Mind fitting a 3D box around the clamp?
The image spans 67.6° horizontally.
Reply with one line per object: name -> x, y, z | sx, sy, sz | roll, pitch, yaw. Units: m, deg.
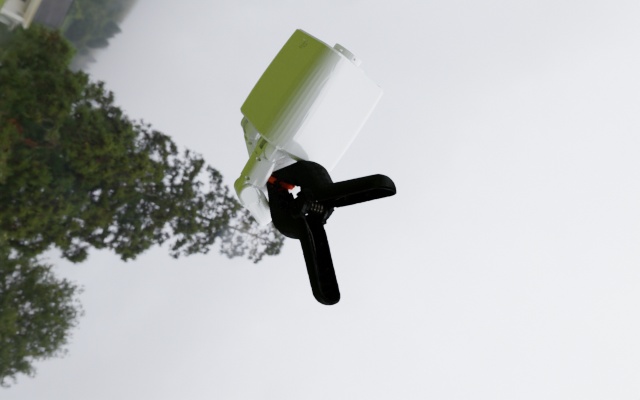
clamp -> 0.000, 0.002, 0.448 | 0.039, 0.120, 0.171 | 27, 14, -41
